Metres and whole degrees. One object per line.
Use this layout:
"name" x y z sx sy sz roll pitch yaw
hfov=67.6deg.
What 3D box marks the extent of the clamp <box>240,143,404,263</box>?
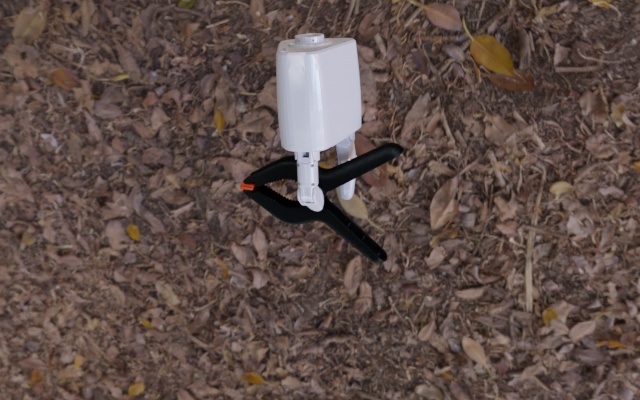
"clamp" -0.001 0.002 0.618 0.210 0.165 0.036 3 24 14
